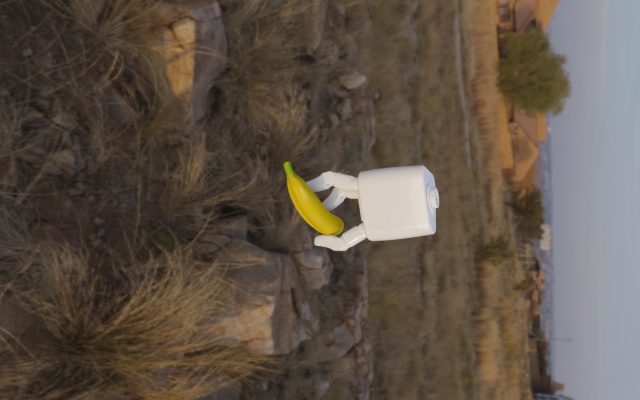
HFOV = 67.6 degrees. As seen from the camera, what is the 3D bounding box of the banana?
[{"bbox_3d":[-0.003,0.016,0.794,0.037,0.069,0.198,-12,-39,23],"label":"banana"}]
